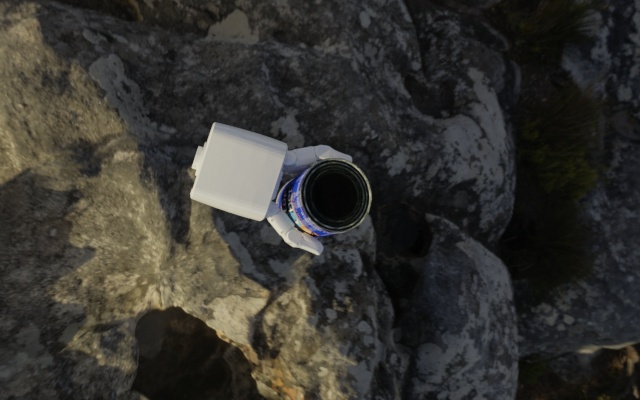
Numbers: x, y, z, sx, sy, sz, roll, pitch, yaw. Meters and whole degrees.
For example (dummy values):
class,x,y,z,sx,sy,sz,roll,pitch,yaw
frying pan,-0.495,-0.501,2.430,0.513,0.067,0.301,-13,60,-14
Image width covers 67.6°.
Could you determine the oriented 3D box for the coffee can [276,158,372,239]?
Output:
class,x,y,z,sx,sy,sz,roll,pitch,yaw
coffee can,0.000,0.002,0.700,0.103,0.103,0.140,0,-8,-18
